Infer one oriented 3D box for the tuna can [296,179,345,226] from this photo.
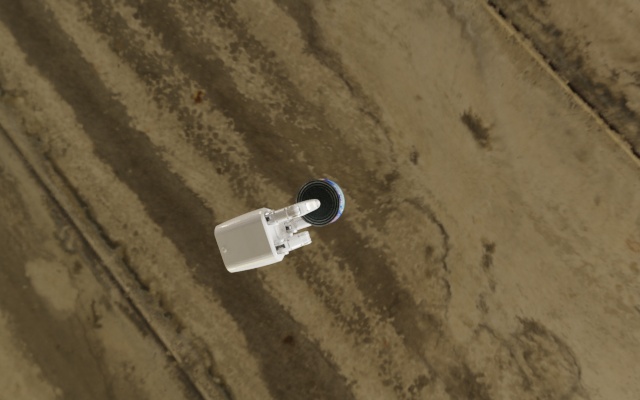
[{"bbox_3d":[0.000,0.003,0.873,0.086,0.086,0.034,0,5,21],"label":"tuna can"}]
